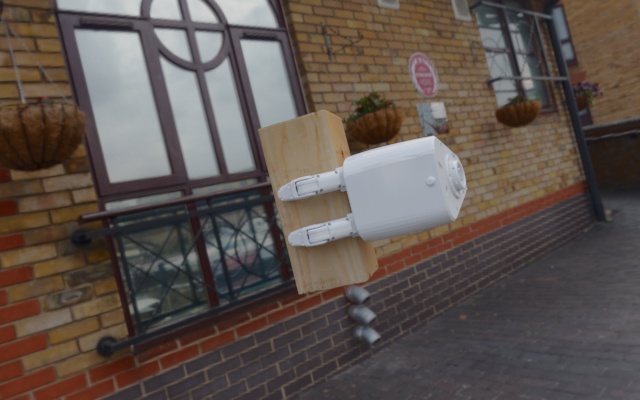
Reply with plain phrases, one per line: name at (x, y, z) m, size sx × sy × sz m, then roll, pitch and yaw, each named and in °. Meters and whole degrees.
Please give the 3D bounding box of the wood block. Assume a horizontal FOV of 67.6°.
wood block at (0.001, 0.002, 0.606) m, size 0.090 × 0.206 × 0.091 m, roll -14°, pitch -1°, yaw 16°
